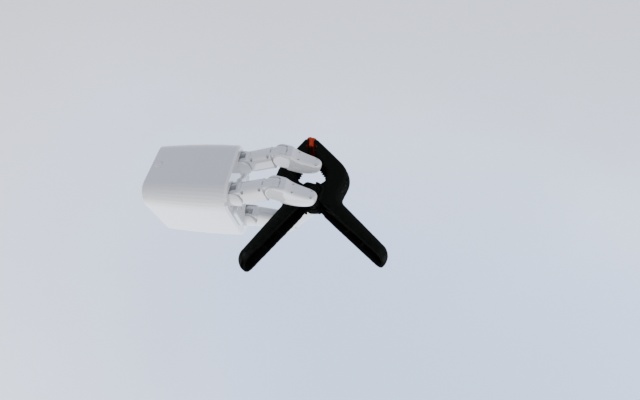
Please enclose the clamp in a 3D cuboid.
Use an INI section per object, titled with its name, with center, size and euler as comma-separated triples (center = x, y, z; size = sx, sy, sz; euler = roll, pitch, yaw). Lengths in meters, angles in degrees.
[clamp]
center = 0.000, 0.002, 0.585
size = 0.164, 0.209, 0.036
euler = 4, -42, 4
